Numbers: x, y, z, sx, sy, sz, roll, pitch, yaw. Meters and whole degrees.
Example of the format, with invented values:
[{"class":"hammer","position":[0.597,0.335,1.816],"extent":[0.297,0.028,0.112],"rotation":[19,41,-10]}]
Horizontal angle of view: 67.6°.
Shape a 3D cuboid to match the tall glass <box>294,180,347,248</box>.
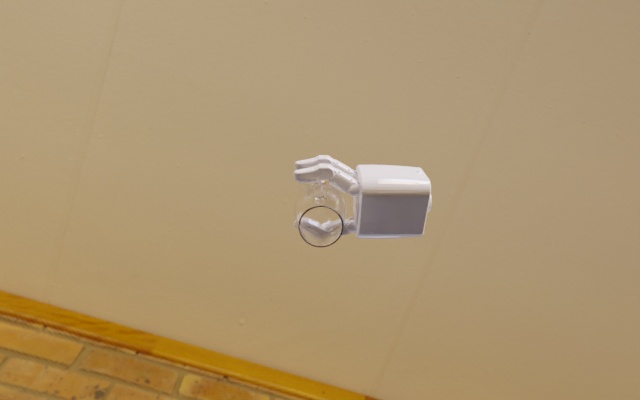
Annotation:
[{"class":"tall glass","position":[0.000,0.002,0.741],"extent":[0.079,0.079,0.201],"rotation":[0,20,0]}]
